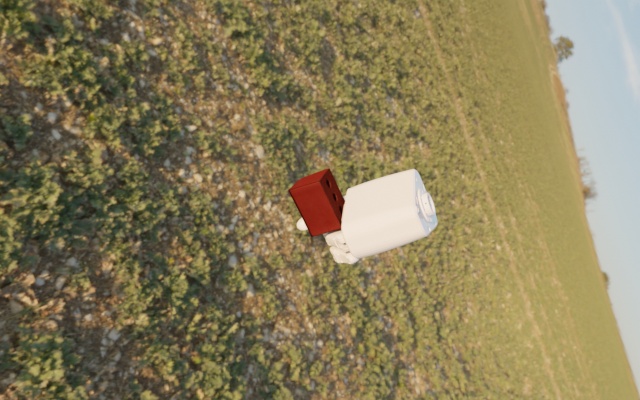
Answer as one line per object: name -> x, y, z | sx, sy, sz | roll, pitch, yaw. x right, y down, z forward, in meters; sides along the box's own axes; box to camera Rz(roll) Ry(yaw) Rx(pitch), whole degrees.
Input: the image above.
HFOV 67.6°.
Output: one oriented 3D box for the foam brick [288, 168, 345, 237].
foam brick -> 0.000, 0.002, 0.682 | 0.051, 0.078, 0.053 | -19, 17, 26
